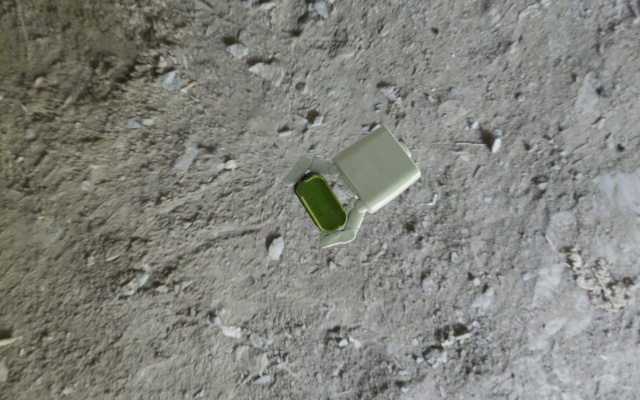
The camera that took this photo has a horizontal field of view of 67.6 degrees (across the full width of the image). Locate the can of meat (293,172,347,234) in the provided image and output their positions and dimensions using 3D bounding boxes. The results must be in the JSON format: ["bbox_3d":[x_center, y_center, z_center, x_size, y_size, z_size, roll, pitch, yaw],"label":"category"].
[{"bbox_3d":[0.000,0.003,0.797,0.057,0.102,0.084,-32,7,-2],"label":"can of meat"}]
